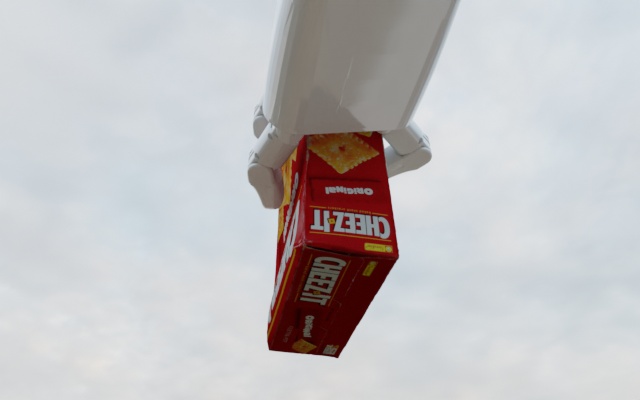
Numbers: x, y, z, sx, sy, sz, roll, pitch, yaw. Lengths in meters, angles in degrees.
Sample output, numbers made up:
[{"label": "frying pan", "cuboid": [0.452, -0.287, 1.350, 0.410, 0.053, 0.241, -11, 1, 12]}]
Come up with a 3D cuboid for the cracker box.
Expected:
[{"label": "cracker box", "cuboid": [0.000, 0.001, 0.416, 0.072, 0.213, 0.164, 8, -41, -9]}]
